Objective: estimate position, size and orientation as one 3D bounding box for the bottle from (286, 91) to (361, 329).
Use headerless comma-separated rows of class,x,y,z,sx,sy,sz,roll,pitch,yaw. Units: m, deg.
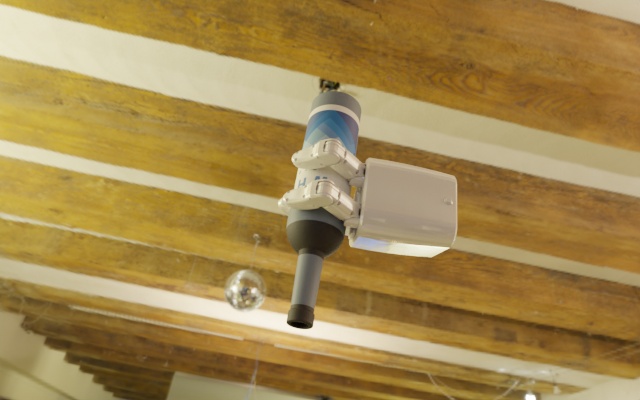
bottle,0.000,0.002,0.555,0.069,0.295,0.069,7,-32,4
